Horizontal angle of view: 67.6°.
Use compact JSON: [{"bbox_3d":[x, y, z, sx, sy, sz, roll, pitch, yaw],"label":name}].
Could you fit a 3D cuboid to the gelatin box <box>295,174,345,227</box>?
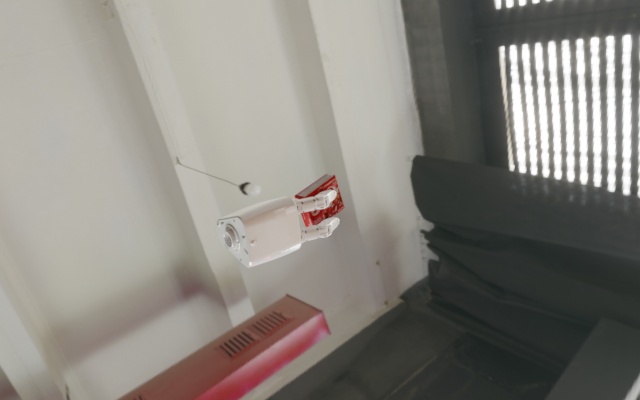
[{"bbox_3d":[0.000,0.003,0.897,0.030,0.073,0.089,11,38,45],"label":"gelatin box"}]
